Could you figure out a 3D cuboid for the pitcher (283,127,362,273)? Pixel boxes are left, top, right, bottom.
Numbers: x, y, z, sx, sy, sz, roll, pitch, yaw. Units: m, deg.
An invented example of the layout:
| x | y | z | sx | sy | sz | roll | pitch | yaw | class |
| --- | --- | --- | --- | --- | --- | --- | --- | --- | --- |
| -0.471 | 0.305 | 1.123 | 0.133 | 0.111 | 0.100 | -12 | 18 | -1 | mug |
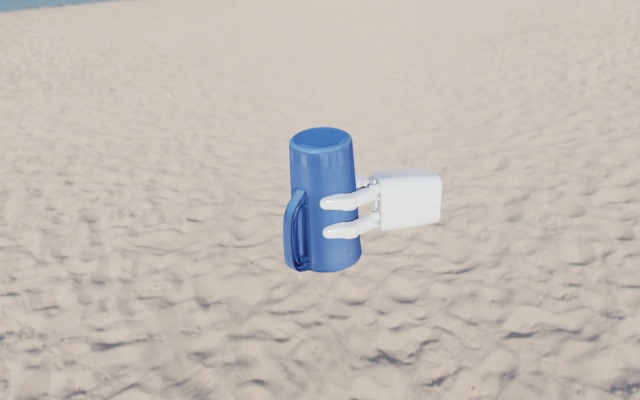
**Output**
| x | y | z | sx | sy | sz | roll | pitch | yaw | class |
| --- | --- | --- | --- | --- | --- | --- | --- | --- | --- |
| 0.000 | 0.003 | 0.849 | 0.145 | 0.243 | 0.149 | -5 | 29 | -3 | pitcher |
